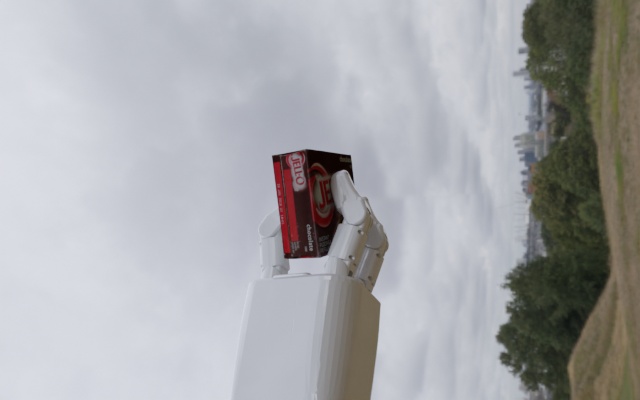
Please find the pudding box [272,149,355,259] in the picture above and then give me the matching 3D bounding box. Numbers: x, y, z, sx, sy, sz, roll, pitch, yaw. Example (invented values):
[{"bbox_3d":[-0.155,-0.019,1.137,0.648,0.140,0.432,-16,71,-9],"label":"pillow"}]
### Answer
[{"bbox_3d":[0.000,0.002,0.440,0.039,0.090,0.113,-6,1,21],"label":"pudding box"}]
